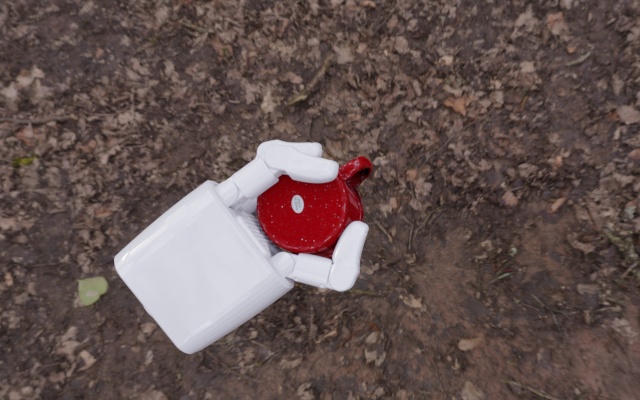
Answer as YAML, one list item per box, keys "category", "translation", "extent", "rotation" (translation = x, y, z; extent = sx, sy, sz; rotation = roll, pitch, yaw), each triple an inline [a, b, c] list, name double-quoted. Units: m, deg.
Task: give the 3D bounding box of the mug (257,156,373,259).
- category: "mug"
  translation: [0.001, 0.001, 0.438]
  extent: [0.117, 0.093, 0.081]
  rotation: [-37, -12, 3]
